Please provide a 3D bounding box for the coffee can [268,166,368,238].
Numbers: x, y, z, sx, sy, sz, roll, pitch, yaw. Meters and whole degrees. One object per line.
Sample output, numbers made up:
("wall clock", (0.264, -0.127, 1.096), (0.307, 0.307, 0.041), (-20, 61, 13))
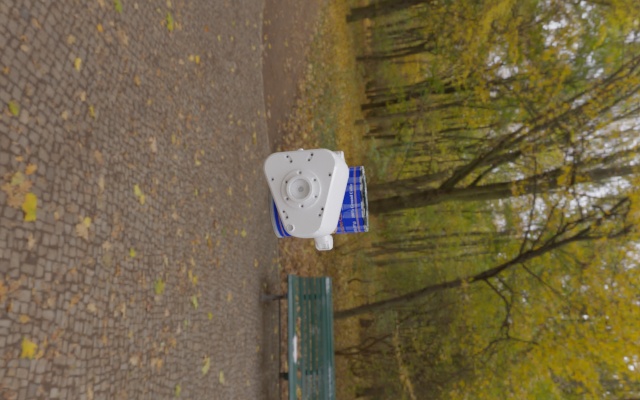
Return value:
("coffee can", (0.000, 0.003, 0.742), (0.140, 0.103, 0.103), (-4, -1, 9))
